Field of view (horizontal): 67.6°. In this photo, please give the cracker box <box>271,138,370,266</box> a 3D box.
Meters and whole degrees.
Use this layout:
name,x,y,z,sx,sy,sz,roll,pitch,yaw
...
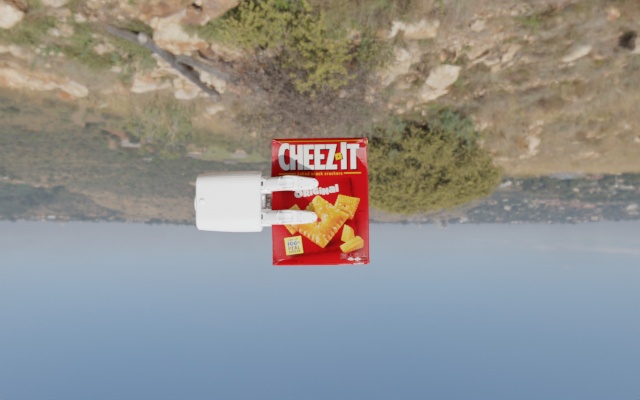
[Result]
name,x,y,z,sx,sy,sz,roll,pitch,yaw
cracker box,0.000,0.003,0.815,0.164,0.213,0.072,-1,-3,1
